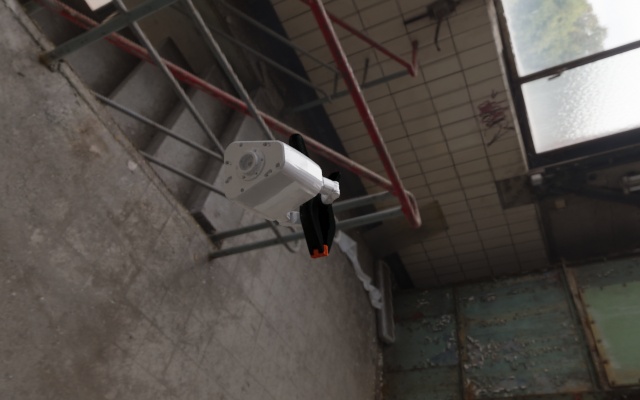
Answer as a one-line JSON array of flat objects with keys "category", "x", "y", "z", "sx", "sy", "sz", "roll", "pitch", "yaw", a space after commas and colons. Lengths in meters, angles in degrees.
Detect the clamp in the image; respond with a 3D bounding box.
[{"category": "clamp", "x": 0.001, "y": 0.003, "z": 0.846, "sx": 0.036, "sy": 0.210, "sz": 0.164, "roll": -16, "pitch": -24, "yaw": 26}]
